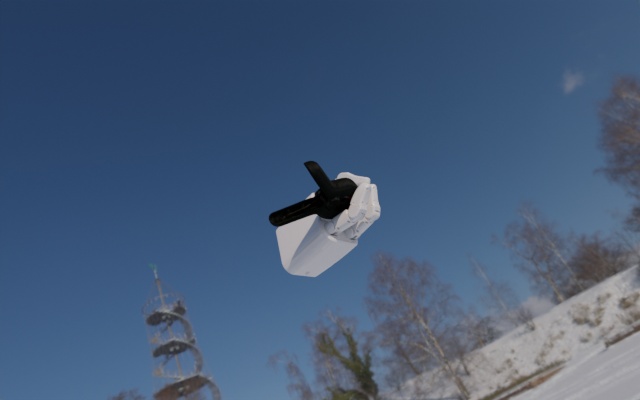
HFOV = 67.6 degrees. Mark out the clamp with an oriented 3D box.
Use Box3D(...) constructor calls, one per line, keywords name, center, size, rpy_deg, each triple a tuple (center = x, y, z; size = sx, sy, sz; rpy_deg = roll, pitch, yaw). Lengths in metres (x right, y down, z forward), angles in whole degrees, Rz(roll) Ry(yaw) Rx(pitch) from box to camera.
Box3D(name="clamp", center=(0.000, 0.002, 0.748), size=(0.120, 0.039, 0.171), rpy_deg=(-44, -35, 22))
